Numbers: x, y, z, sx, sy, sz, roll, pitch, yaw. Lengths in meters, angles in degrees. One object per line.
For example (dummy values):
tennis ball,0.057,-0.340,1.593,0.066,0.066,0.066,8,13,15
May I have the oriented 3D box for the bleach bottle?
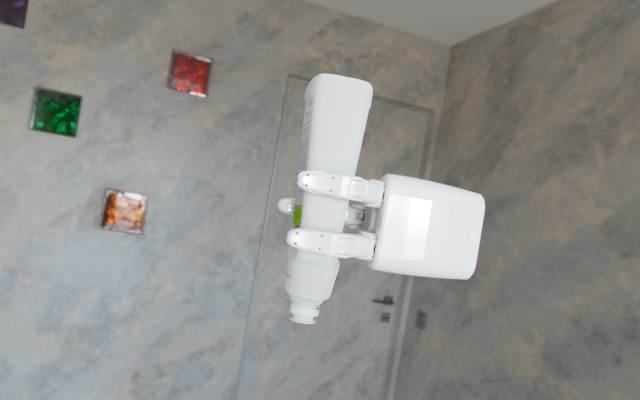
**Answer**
bleach bottle,0.000,0.002,0.509,0.068,0.251,0.102,9,0,-7
